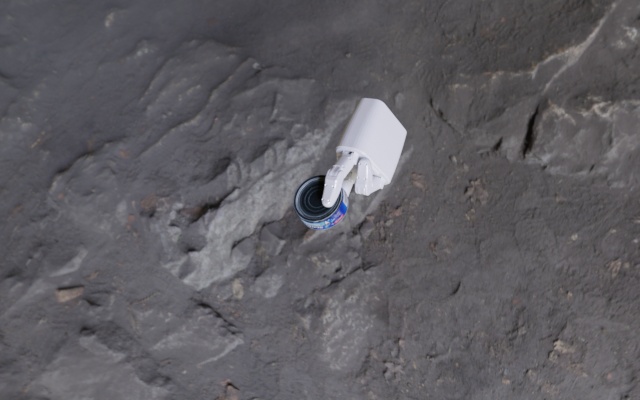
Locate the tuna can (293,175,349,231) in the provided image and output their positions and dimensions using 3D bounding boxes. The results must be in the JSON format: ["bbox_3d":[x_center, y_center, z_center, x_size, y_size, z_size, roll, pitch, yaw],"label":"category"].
[{"bbox_3d":[0.000,0.002,0.769,0.086,0.086,0.034,0,-24,21],"label":"tuna can"}]
